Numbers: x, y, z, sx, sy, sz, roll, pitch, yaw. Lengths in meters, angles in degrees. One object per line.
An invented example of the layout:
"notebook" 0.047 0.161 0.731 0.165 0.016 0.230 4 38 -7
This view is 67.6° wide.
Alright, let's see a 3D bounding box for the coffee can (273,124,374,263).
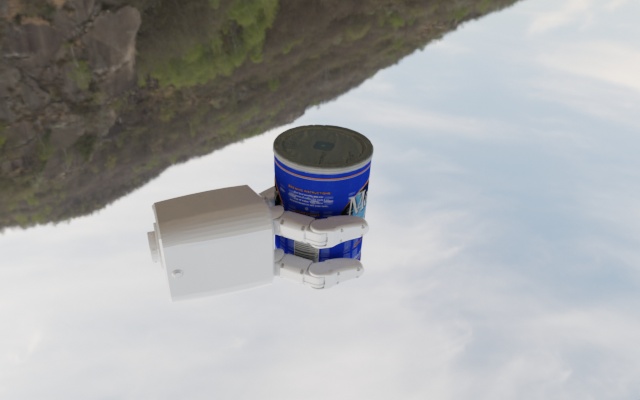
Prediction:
"coffee can" 0.000 0.002 0.521 0.103 0.140 0.102 2 32 -1
